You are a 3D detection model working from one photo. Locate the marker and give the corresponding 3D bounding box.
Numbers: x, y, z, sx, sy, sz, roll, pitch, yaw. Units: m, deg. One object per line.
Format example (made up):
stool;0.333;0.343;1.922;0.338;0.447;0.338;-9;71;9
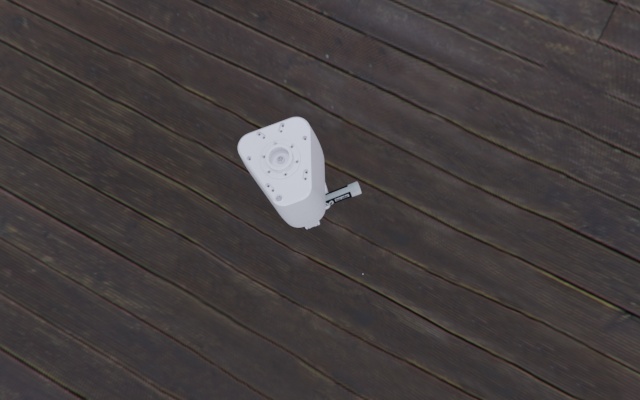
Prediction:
marker;0.000;0.002;0.694;0.121;0.020;0.020;-21;-1;2
